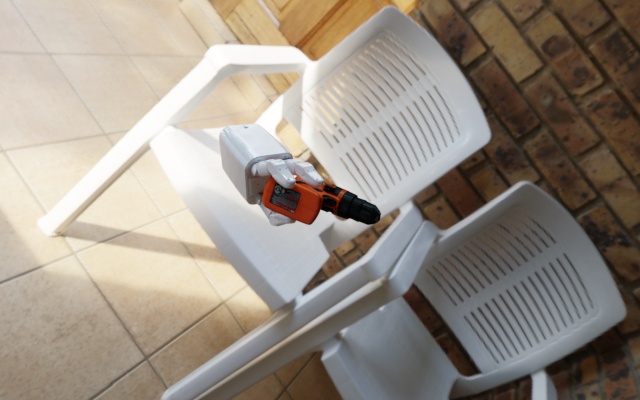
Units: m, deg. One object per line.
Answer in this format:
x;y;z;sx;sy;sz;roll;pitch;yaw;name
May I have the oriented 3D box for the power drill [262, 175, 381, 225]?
0.000;0.003;0.832;0.184;0.057;0.187;21;9;22;power drill
